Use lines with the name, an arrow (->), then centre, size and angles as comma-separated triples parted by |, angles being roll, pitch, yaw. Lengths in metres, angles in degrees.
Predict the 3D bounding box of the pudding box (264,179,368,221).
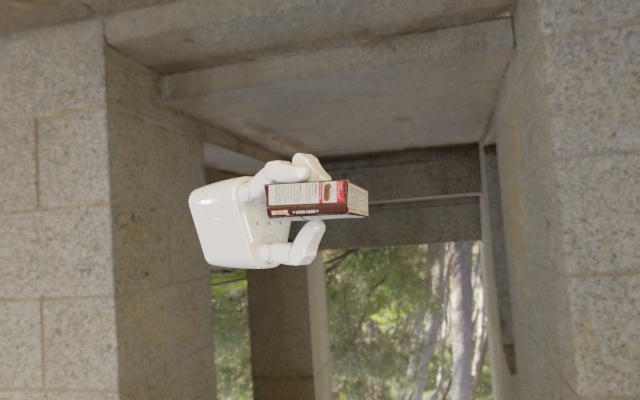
pudding box -> 0.000, 0.002, 0.527 | 0.090, 0.039, 0.113 | -4, -3, 15
